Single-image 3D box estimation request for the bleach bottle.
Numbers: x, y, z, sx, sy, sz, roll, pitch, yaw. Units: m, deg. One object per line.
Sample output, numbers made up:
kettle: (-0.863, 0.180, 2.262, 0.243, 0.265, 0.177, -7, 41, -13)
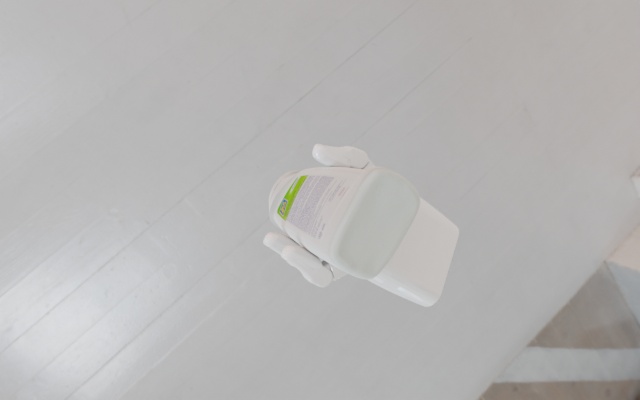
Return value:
bleach bottle: (0.000, 0.002, 0.528, 0.068, 0.102, 0.250, 32, -3, -25)
